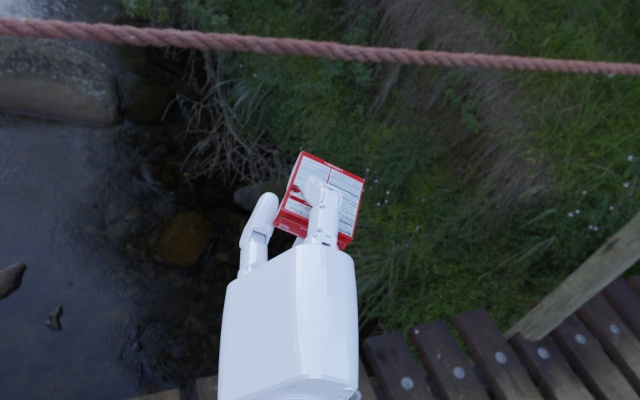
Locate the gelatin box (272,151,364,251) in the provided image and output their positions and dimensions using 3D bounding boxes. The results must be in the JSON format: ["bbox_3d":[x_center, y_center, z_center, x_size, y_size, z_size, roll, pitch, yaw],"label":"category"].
[{"bbox_3d":[0.000,0.001,0.472,0.073,0.089,0.030,24,-44,-8],"label":"gelatin box"}]
